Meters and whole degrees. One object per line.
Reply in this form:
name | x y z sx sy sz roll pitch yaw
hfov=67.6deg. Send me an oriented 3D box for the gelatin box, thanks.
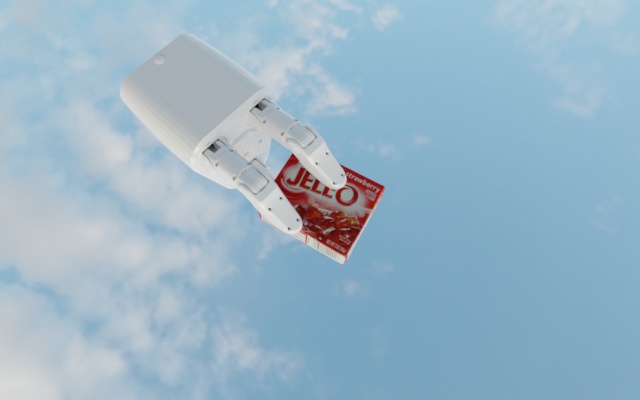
gelatin box | 0.000 0.002 0.418 0.089 0.073 0.030 28 -20 9
